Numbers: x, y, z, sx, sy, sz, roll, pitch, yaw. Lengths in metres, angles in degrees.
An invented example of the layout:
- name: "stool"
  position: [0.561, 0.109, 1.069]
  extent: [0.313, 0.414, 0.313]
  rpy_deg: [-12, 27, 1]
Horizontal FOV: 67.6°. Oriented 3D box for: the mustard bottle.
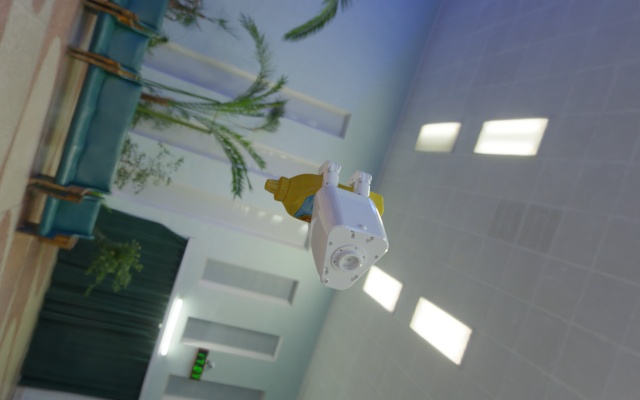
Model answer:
- name: "mustard bottle"
  position: [0.000, 0.002, 0.786]
  extent: [0.191, 0.058, 0.096]
  rpy_deg: [18, -39, -18]
